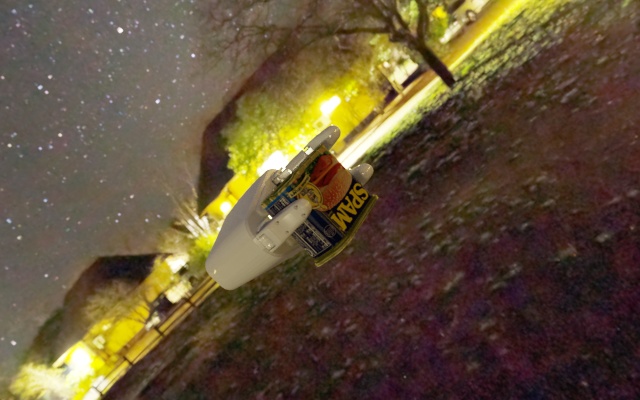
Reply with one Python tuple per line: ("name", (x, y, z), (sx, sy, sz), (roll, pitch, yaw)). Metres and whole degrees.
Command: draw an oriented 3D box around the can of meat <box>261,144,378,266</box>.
("can of meat", (0.000, 0.001, 0.489), (0.057, 0.084, 0.102), (-39, 8, 43))
